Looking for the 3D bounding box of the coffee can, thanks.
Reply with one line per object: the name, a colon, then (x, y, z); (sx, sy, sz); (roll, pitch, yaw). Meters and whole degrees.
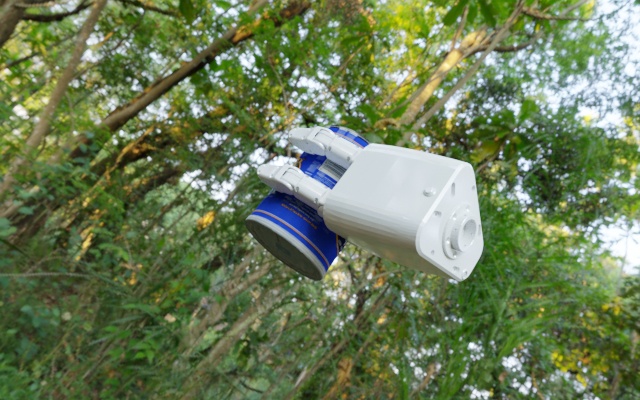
coffee can: (0.000, 0.002, 0.528); (0.103, 0.140, 0.103); (33, -20, 14)
